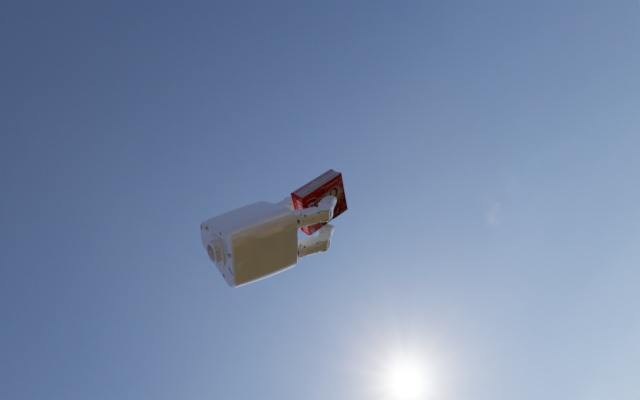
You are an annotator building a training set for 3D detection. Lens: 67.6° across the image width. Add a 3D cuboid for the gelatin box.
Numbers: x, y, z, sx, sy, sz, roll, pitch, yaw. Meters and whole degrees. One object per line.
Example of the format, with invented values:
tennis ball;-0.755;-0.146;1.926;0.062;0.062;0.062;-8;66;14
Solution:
gelatin box;0.000;0.002;0.770;0.089;0.073;0.030;-33;39;-28
